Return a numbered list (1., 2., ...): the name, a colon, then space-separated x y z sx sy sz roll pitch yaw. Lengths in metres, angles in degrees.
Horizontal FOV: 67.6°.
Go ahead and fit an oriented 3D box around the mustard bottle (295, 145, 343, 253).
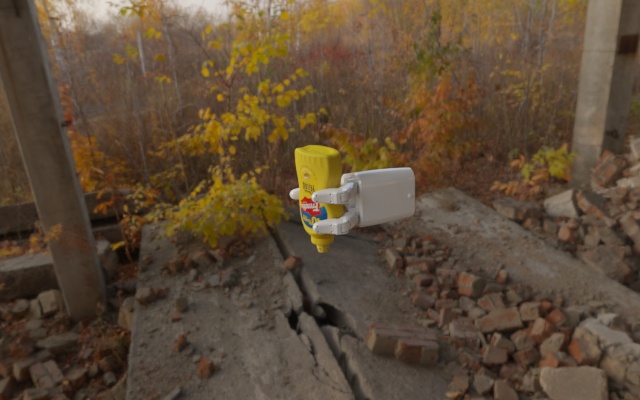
1. mustard bottle: 0.000 0.003 0.847 0.058 0.192 0.096 -19 25 -36
